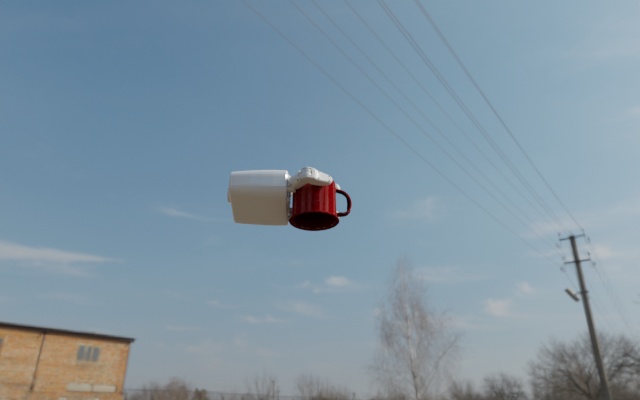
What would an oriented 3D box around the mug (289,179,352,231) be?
[{"bbox_3d":[0.002,0.003,0.893,0.117,0.081,0.093,1,-25,-2],"label":"mug"}]
